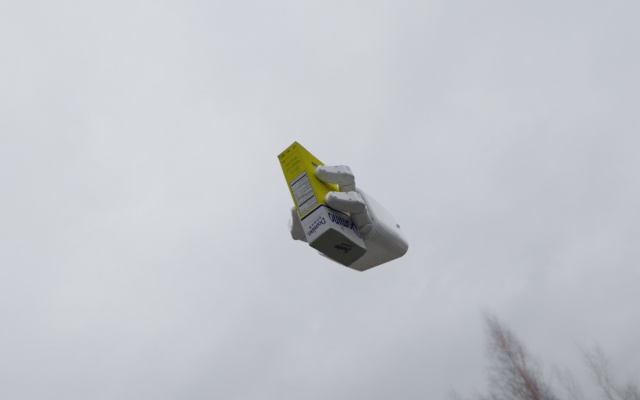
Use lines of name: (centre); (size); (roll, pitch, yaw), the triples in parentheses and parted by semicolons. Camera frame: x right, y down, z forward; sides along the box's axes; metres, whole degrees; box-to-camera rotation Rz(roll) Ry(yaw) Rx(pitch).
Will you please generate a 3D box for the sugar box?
sugar box: (0.001, 0.002, 0.681); (0.048, 0.176, 0.093); (-39, -42, 15)
